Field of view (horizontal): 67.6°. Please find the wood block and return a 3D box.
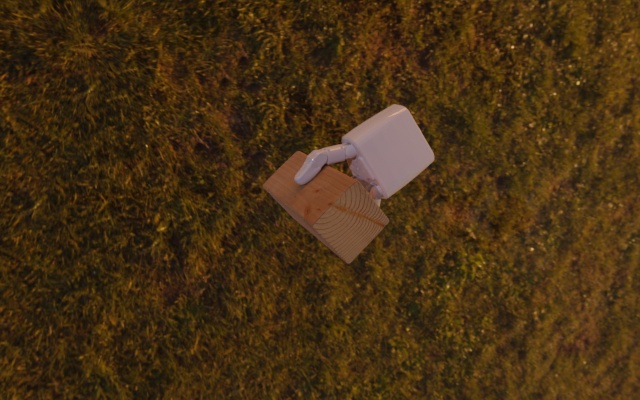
[{"bbox_3d":[0.000,0.002,0.744,0.091,0.090,0.206,49,-8,-30],"label":"wood block"}]
